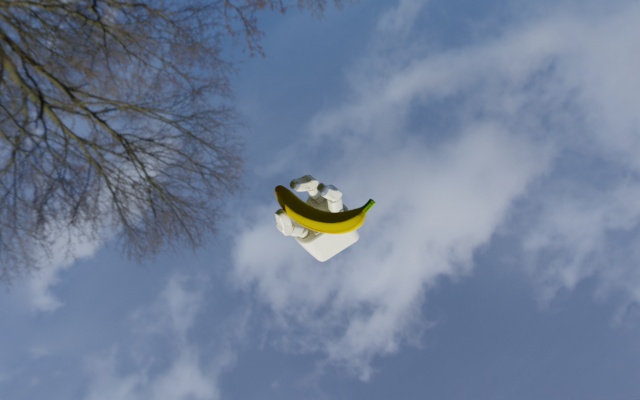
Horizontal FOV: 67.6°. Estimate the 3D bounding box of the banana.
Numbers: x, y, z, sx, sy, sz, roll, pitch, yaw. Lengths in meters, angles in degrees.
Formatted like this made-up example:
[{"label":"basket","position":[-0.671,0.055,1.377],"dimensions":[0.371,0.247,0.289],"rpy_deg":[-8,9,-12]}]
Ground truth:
[{"label":"banana","position":[-0.003,0.020,0.818],"dimensions":[0.198,0.069,0.037],"rpy_deg":[10,-22,28]}]
